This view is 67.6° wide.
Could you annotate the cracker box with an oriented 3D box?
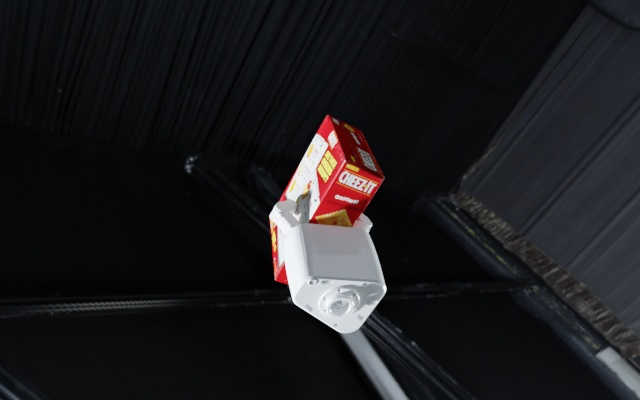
[{"bbox_3d":[0.000,0.002,0.723,0.072,0.214,0.164,22,26,-21],"label":"cracker box"}]
